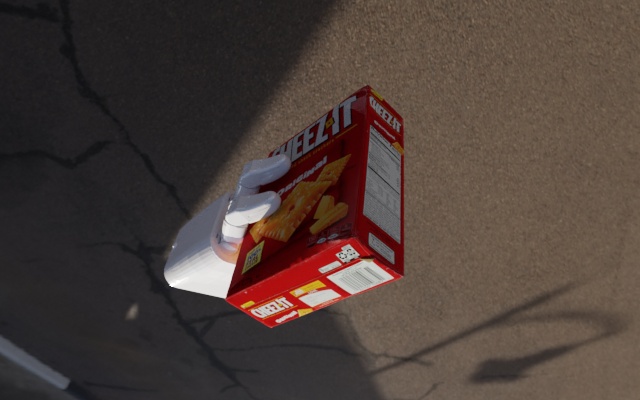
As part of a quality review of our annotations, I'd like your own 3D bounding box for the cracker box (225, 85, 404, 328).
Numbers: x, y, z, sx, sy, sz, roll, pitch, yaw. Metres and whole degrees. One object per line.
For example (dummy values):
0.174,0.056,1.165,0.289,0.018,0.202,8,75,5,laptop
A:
0.000,0.002,0.487,0.164,0.213,0.072,-29,-55,34,cracker box
